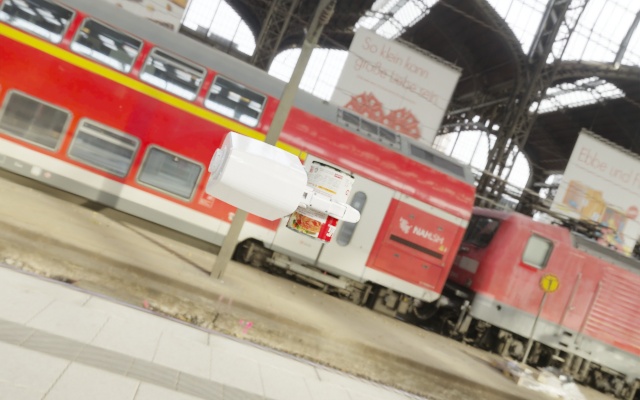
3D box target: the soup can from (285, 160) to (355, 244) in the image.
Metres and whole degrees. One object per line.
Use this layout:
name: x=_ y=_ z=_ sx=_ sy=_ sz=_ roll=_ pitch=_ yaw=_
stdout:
soup can: x=0.001 y=0.002 z=0.677 sx=0.068 sy=0.102 sz=0.068 roll=22 pitch=0 yaw=0
